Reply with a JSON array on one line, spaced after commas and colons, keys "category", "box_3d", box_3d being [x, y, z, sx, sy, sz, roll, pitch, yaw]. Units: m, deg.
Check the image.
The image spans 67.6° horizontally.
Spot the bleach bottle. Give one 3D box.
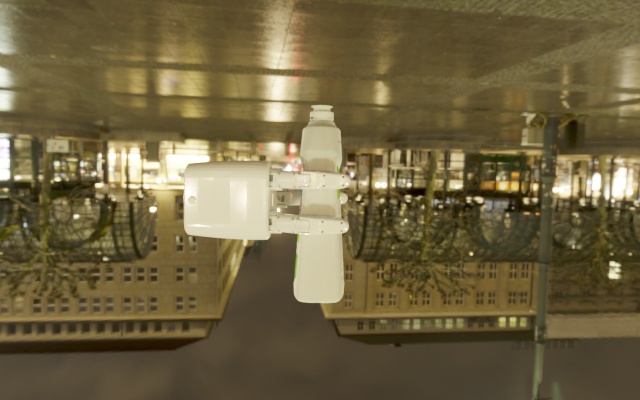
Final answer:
[{"category": "bleach bottle", "box_3d": [0.000, 0.002, 0.638, 0.068, 0.251, 0.102, 1, 3, 1]}]
